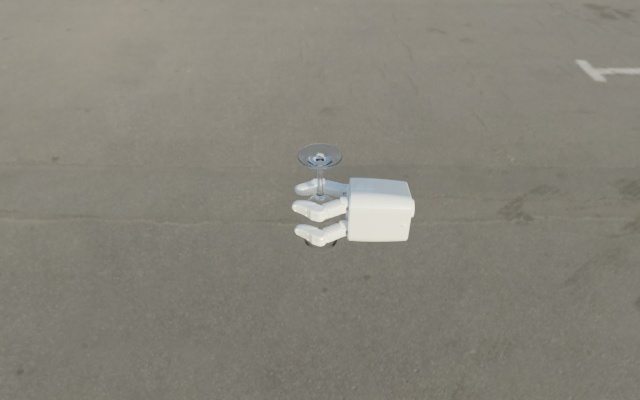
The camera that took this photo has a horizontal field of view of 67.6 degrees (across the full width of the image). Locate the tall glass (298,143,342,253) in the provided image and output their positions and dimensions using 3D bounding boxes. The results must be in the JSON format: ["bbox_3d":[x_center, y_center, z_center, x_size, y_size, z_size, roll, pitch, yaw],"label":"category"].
[{"bbox_3d":[0.000,0.002,0.850,0.079,0.201,0.079,0,39,0],"label":"tall glass"}]
